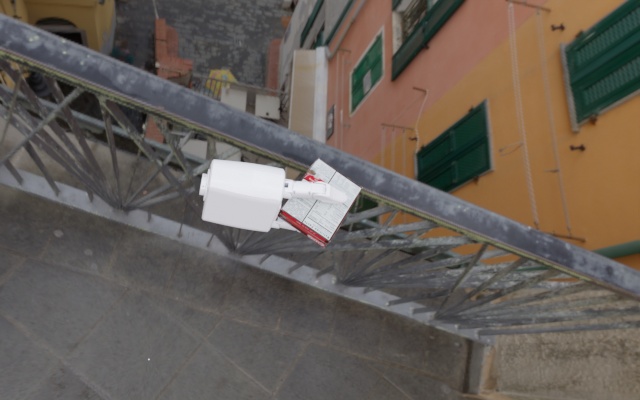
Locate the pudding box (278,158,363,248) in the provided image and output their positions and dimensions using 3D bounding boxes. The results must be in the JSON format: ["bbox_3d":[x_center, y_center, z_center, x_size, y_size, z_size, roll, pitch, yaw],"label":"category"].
[{"bbox_3d":[0.000,0.002,0.741,0.090,0.113,0.039,35,-24,-2],"label":"pudding box"}]
